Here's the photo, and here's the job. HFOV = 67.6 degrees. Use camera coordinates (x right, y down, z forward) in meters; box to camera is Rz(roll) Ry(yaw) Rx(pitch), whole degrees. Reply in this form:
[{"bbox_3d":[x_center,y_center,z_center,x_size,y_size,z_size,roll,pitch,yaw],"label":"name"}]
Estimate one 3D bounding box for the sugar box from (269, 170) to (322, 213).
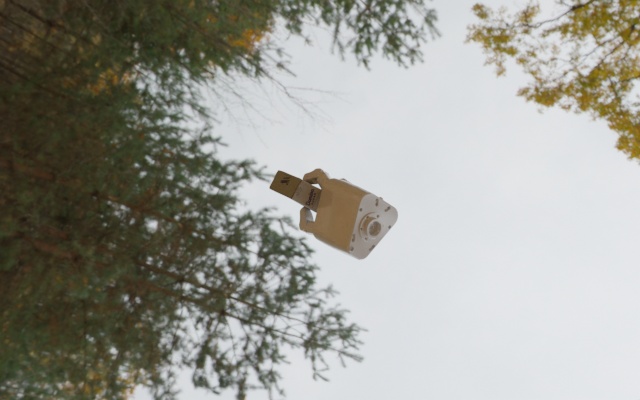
[{"bbox_3d":[0.001,0.002,0.891,0.176,0.048,0.093,30,-4,-34],"label":"sugar box"}]
